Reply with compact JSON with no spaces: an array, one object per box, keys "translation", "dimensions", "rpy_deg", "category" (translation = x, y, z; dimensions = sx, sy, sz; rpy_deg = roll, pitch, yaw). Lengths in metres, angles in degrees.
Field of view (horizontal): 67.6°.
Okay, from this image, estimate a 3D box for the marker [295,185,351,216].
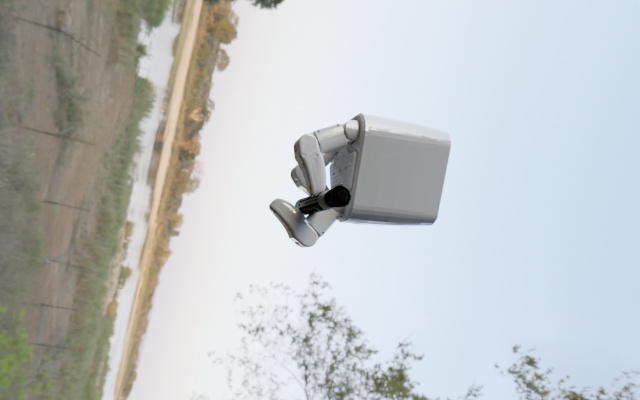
[{"translation":[0.000,0.002,0.456],"dimensions":[0.020,0.020,0.121],"rpy_deg":[0,-6,-19],"category":"marker"}]
